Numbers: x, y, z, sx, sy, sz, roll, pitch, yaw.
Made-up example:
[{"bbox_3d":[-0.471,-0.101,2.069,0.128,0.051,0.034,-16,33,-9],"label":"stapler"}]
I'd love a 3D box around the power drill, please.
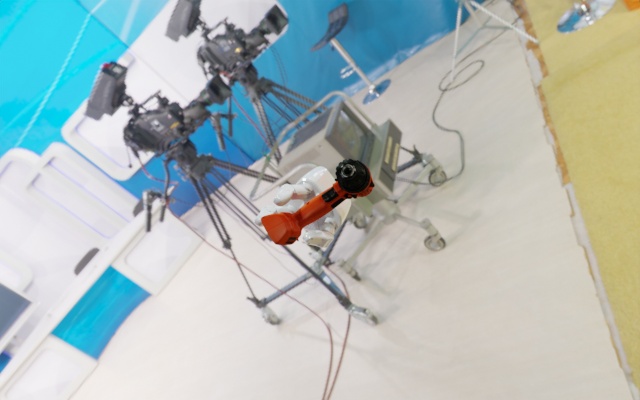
[{"bbox_3d":[0.000,0.003,0.769,0.187,0.057,0.184,-32,-11,8],"label":"power drill"}]
